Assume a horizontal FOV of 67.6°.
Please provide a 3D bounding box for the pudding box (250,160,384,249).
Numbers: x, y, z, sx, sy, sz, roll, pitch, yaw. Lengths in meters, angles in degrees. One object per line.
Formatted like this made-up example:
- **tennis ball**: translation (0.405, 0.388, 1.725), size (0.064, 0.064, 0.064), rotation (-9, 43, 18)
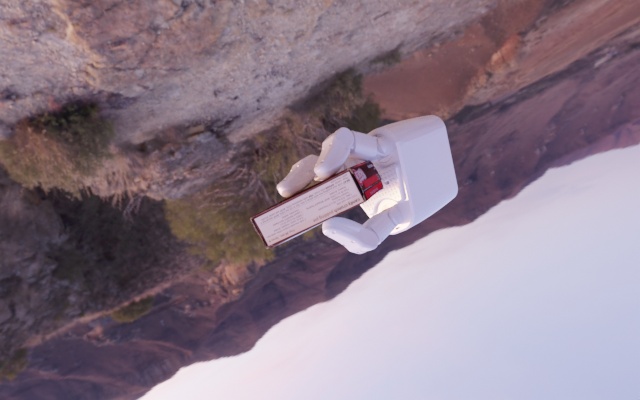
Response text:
- **pudding box**: translation (0.000, 0.002, 0.473), size (0.113, 0.039, 0.090), rotation (-28, -1, 20)
